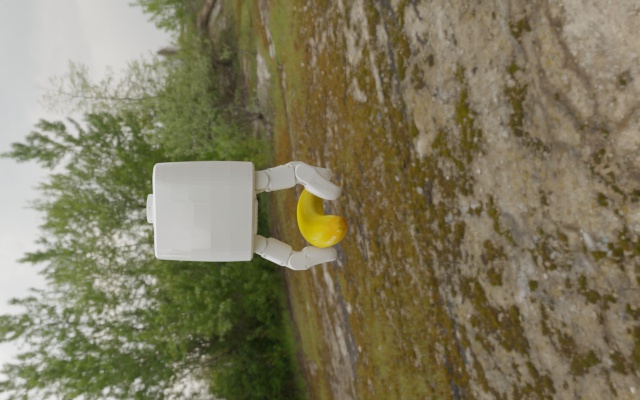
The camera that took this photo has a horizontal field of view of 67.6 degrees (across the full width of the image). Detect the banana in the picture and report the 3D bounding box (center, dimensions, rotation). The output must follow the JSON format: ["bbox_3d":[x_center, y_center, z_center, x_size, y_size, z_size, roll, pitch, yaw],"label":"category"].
[{"bbox_3d":[-0.004,0.018,0.589,0.037,0.070,0.197,7,20,-12],"label":"banana"}]
